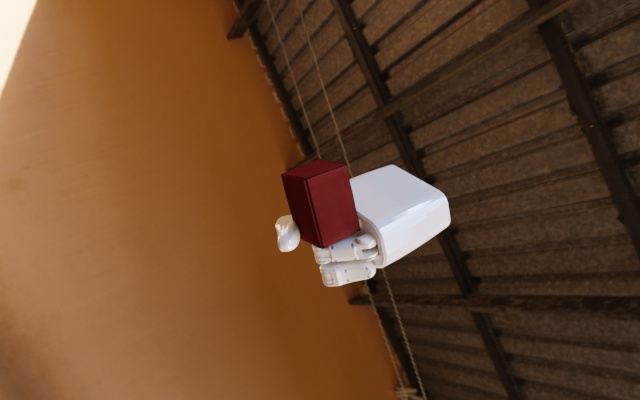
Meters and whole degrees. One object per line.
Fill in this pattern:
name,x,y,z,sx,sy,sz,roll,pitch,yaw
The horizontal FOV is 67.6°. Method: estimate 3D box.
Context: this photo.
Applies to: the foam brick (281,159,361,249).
foam brick,0.000,0.001,0.501,0.051,0.078,0.053,-24,23,-26
